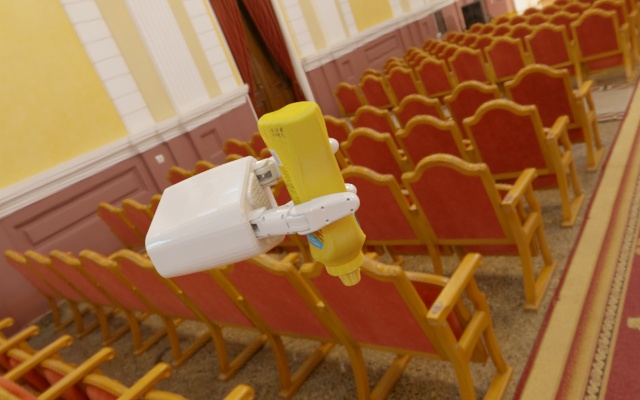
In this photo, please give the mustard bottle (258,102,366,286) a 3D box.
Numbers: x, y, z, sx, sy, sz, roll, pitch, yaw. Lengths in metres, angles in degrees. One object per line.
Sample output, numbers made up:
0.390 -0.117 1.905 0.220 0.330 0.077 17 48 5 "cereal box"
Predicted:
0.000 0.001 0.472 0.058 0.192 0.096 -25 19 -12 "mustard bottle"
